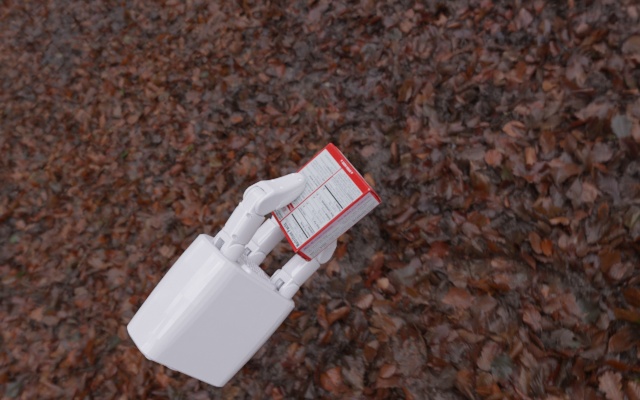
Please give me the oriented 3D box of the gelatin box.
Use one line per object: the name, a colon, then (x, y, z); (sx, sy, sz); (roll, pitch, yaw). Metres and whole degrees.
gelatin box: (0.000, 0.001, 0.445); (0.030, 0.089, 0.073); (42, 9, -51)
